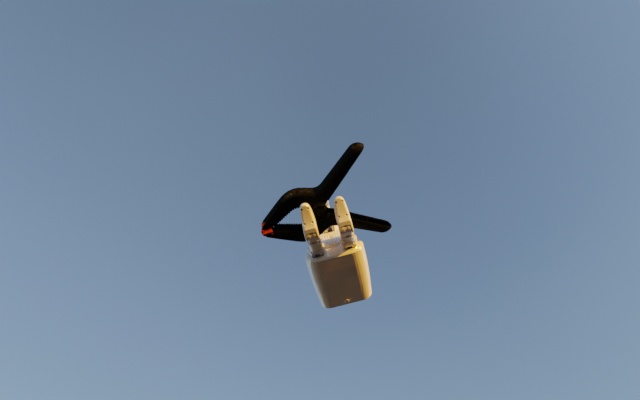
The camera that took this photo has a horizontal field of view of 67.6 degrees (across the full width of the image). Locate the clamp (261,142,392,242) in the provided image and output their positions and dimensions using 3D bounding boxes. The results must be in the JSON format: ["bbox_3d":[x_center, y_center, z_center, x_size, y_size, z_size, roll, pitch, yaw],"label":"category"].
[{"bbox_3d":[0.000,0.003,0.772,0.210,0.165,0.036,-15,24,1],"label":"clamp"}]
